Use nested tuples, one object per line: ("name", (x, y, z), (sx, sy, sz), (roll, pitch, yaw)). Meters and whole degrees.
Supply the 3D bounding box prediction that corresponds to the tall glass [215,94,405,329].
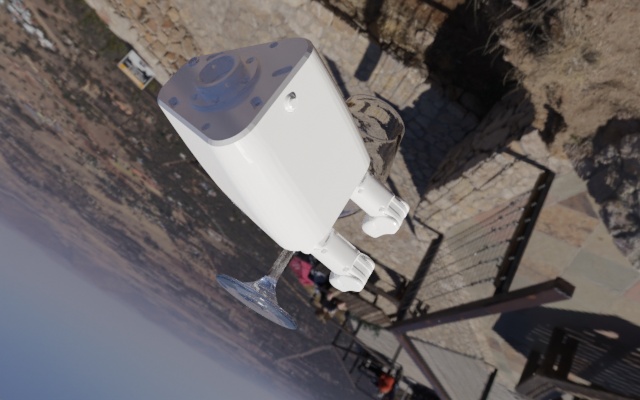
("tall glass", (0.000, 0.002, 0.404), (0.079, 0.201, 0.079), (28, -23, 13))
